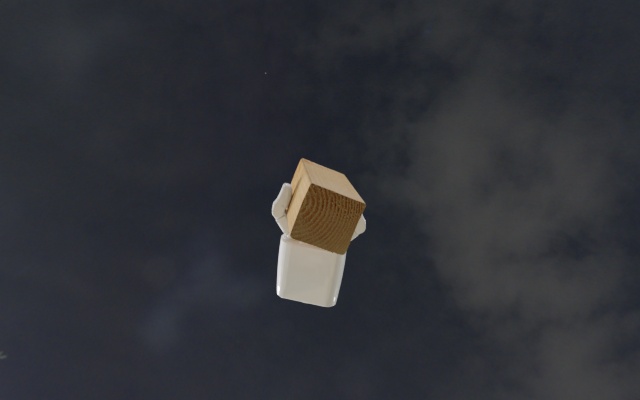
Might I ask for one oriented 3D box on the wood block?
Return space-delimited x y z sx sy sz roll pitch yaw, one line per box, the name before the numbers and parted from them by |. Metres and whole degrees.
wood block | 0.000 0.003 0.794 0.091 0.090 0.206 20 12 -11
